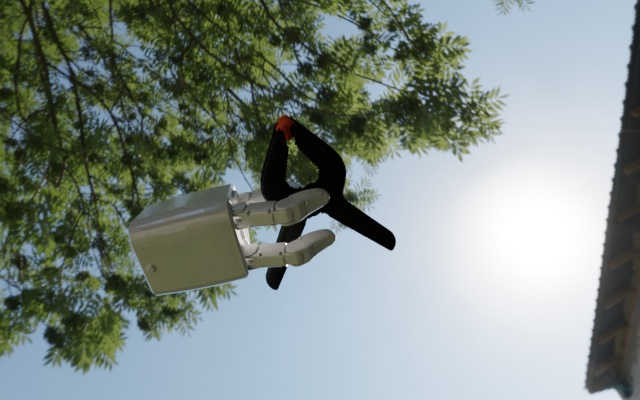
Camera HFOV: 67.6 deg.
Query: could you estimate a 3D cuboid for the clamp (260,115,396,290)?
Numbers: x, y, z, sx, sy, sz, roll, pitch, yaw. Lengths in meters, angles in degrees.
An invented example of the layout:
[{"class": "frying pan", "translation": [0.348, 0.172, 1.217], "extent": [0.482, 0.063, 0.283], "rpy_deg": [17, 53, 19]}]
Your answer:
[{"class": "clamp", "translation": [0.000, 0.001, 0.538], "extent": [0.164, 0.210, 0.036], "rpy_deg": [-13, 31, -5]}]
